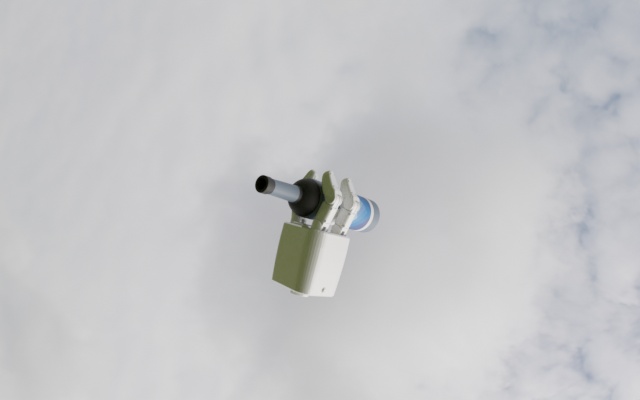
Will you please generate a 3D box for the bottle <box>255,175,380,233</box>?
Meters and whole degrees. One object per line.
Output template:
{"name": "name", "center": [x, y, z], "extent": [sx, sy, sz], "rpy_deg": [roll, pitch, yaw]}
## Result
{"name": "bottle", "center": [0.000, 0.003, 0.820], "extent": [0.069, 0.069, 0.296], "rpy_deg": [0, -11, 37]}
